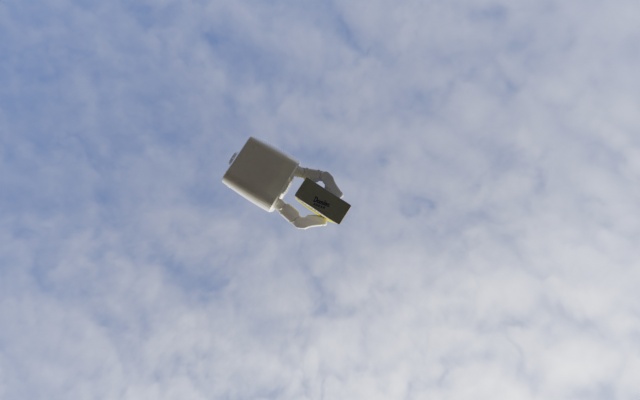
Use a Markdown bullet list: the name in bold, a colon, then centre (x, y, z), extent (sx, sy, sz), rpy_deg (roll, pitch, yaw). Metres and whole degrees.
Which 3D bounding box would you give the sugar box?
- **sugar box**: centre (0.000, 0.003, 0.881), extent (0.093, 0.048, 0.176), rpy_deg (33, 0, -1)
